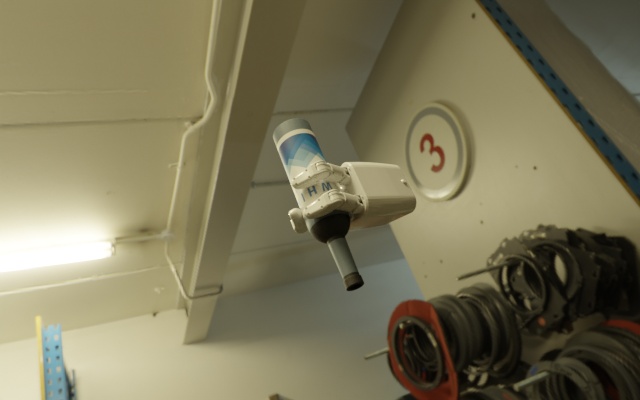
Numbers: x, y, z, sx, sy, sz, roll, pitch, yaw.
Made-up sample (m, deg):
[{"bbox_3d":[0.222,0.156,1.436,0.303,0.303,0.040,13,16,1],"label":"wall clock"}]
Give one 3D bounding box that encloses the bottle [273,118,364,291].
[{"bbox_3d":[0.000,0.002,0.743,0.069,0.295,0.069,-17,-29,-10],"label":"bottle"}]
